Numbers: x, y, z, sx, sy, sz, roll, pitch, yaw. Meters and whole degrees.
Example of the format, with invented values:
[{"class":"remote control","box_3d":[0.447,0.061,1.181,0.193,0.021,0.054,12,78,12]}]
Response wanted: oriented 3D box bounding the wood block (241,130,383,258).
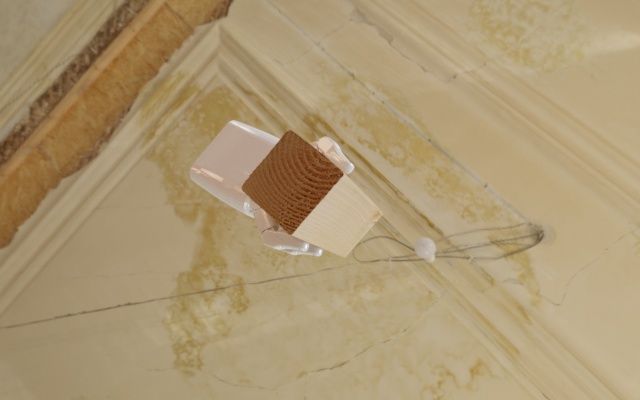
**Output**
[{"class":"wood block","box_3d":[0.000,0.002,0.615,0.090,0.091,0.206,41,2,23]}]
